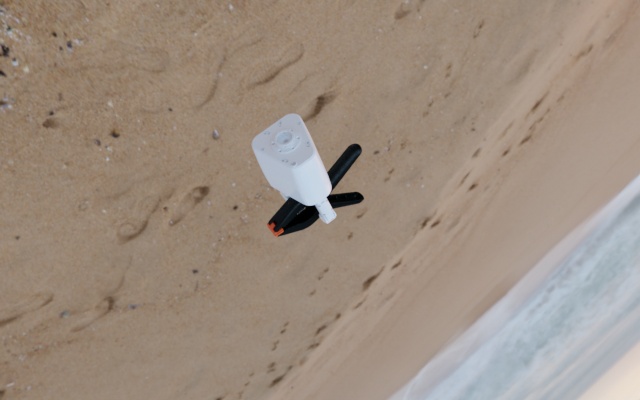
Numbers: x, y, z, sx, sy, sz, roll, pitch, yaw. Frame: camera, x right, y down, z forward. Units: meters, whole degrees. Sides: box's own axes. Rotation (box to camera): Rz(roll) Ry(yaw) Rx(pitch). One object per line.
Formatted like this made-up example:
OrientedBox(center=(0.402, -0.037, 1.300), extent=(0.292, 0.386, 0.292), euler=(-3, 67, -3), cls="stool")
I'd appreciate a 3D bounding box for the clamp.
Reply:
OrientedBox(center=(0.000, 0.004, 0.875), extent=(0.210, 0.036, 0.165), euler=(-37, -32, -9), cls="clamp")
